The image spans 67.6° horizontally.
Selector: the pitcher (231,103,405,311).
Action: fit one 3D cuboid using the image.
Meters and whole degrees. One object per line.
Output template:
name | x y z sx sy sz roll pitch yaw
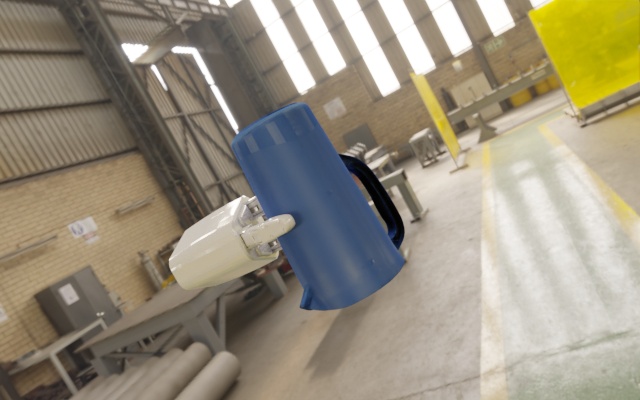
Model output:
pitcher | 0.000 0.002 0.603 0.145 0.243 0.149 -27 5 16
